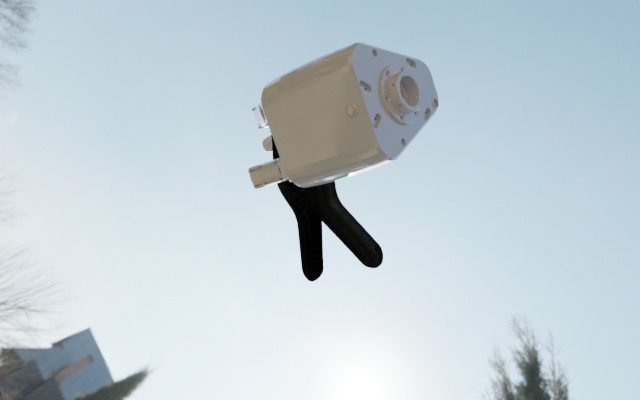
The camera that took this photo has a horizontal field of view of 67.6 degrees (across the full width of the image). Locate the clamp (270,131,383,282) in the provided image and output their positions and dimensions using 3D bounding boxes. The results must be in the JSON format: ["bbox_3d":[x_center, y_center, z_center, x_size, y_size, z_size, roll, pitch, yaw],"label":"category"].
[{"bbox_3d":[0.000,0.001,0.481,0.120,0.171,0.039,-12,10,46],"label":"clamp"}]
